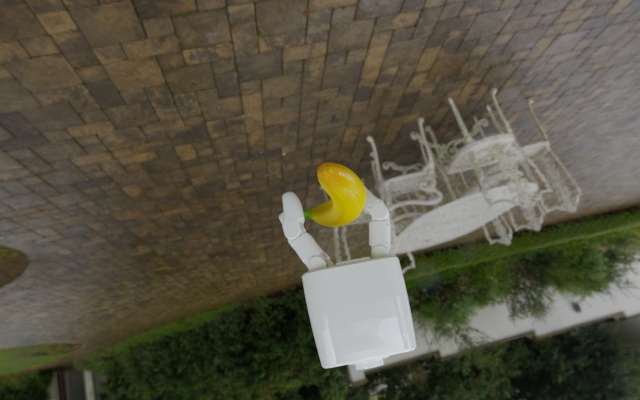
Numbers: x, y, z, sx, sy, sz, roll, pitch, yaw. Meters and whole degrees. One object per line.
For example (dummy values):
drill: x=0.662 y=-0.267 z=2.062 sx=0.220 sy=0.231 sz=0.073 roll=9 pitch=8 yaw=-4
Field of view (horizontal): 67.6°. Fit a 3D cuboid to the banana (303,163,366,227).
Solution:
banana: x=0.018 y=0.001 z=0.542 sx=0.069 sy=0.037 sz=0.198 roll=-5 pitch=-16 yaw=-11
